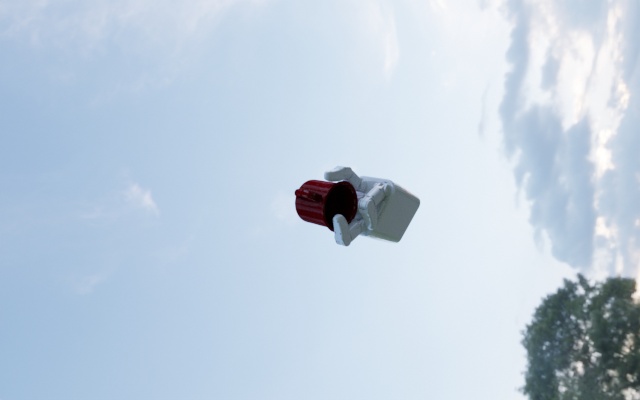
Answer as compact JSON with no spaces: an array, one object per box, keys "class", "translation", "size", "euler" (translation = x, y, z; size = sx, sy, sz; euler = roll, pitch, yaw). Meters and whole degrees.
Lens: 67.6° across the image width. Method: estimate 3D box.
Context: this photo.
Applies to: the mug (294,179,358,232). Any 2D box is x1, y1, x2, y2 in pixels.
[{"class":"mug","translation":[-0.001,0.003,0.860],"size":[0.081,0.093,0.117],"euler":[12,-6,43]}]
